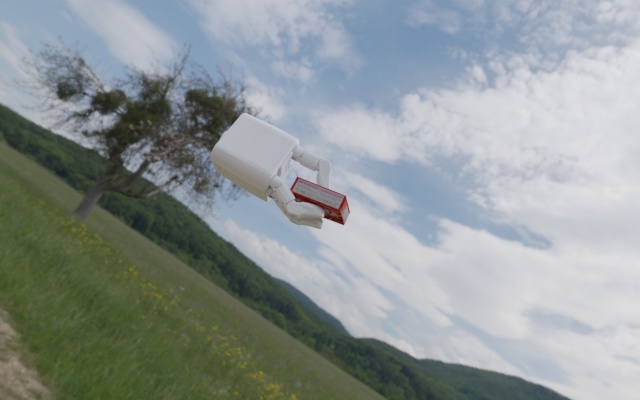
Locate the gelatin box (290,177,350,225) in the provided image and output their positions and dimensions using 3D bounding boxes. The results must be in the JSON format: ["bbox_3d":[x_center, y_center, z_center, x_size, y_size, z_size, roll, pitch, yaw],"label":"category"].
[{"bbox_3d":[0.001,0.002,0.769,0.089,0.030,0.073,21,-17,16],"label":"gelatin box"}]
